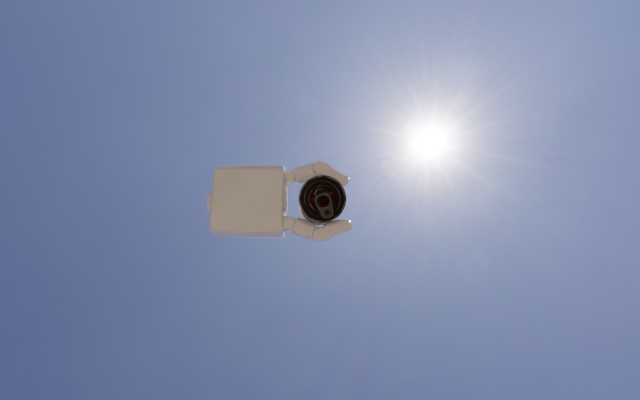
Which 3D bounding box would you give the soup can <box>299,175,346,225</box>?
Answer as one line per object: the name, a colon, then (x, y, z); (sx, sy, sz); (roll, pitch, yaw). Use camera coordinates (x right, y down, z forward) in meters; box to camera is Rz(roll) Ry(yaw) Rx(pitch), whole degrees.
soup can: (0.001, 0.002, 0.727); (0.068, 0.068, 0.102); (0, -6, -3)
